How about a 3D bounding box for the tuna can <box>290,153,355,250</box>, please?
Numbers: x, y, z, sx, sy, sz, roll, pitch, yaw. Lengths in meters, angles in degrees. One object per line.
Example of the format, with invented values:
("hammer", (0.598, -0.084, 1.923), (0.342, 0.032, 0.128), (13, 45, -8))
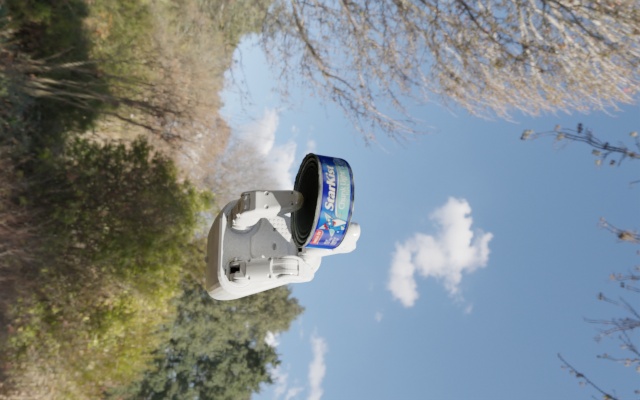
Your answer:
("tuna can", (0.001, 0.001, 0.433), (0.034, 0.086, 0.086), (7, -2, -18))
